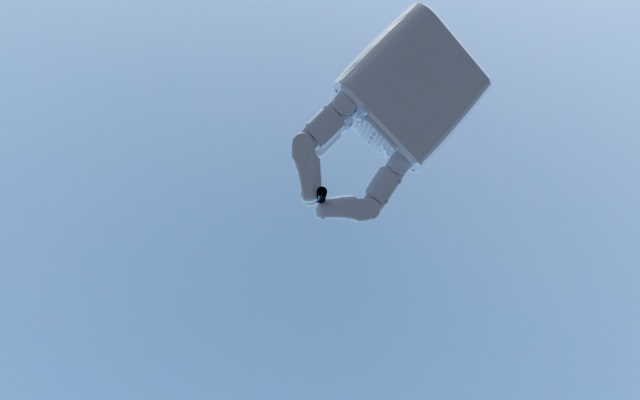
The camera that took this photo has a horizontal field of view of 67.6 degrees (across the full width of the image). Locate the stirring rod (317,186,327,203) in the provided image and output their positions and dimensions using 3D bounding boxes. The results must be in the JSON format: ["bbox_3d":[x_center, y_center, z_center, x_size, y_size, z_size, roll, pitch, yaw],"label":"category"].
[{"bbox_3d":[0.000,0.002,0.475,0.011,0.011,0.239,0,-4,-1],"label":"stirring rod"}]
